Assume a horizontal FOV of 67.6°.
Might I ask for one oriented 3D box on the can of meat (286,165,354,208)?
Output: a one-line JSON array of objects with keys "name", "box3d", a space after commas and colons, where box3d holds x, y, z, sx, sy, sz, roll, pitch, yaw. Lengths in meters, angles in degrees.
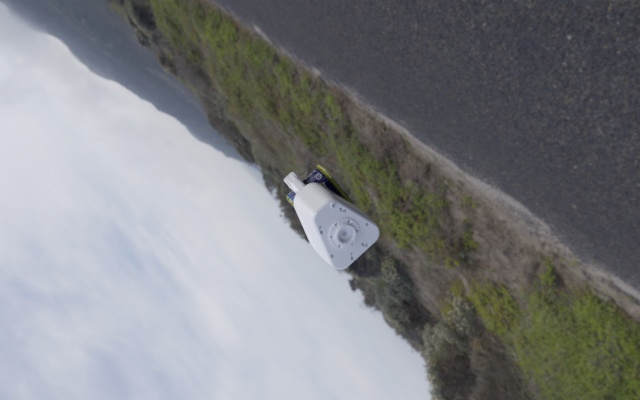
[{"name": "can of meat", "box3d": [0.000, 0.003, 0.852, 0.084, 0.102, 0.057, -42, 25, -3]}]
